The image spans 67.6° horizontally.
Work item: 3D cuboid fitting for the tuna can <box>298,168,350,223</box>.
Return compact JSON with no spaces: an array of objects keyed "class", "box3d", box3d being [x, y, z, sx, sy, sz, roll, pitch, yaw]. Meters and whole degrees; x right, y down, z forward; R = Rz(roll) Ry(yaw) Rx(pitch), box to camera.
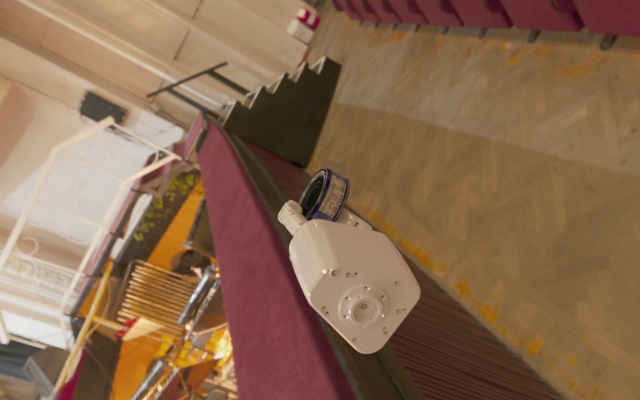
[{"class":"tuna can","box3d":[0.000,0.002,0.610,0.034,0.086,0.086,28,-9,-17]}]
